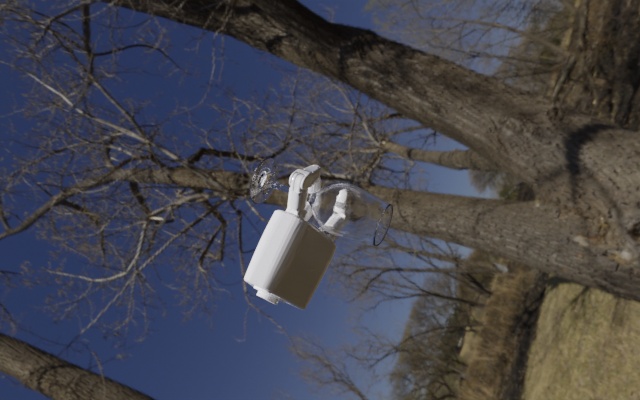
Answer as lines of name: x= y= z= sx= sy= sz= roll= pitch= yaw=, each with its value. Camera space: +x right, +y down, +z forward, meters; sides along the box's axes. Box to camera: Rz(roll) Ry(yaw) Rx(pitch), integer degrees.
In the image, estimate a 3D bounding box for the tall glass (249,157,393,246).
tall glass: x=0.000 y=0.002 z=0.688 sx=0.201 sy=0.079 sz=0.079 roll=20 pitch=8 yaw=22
